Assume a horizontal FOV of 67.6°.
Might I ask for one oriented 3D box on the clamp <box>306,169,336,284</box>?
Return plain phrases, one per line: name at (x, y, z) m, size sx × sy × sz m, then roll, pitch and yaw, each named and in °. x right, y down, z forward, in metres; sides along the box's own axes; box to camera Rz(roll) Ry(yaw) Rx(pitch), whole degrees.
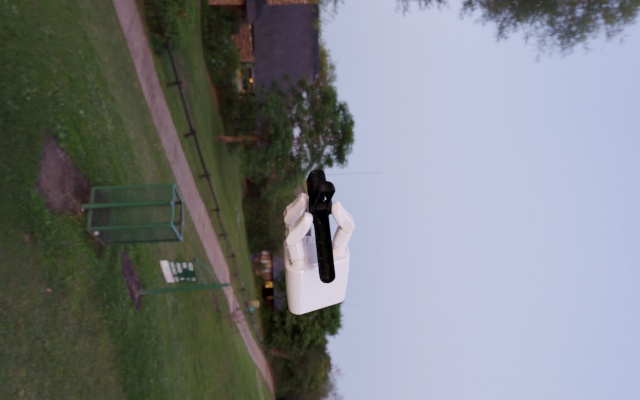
clamp at (0.001, 0.002, 0.752) m, size 0.036 × 0.165 × 0.209 m, roll -3°, pitch 34°, yaw -6°
